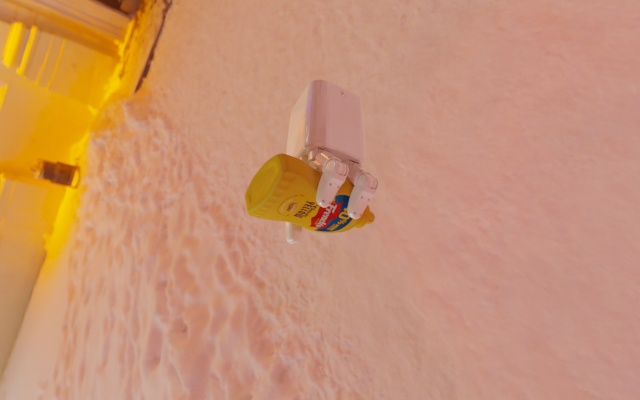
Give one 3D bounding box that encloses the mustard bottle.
[{"bbox_3d":[0.000,0.002,0.655,0.192,0.058,0.096,17,-51,-35],"label":"mustard bottle"}]
